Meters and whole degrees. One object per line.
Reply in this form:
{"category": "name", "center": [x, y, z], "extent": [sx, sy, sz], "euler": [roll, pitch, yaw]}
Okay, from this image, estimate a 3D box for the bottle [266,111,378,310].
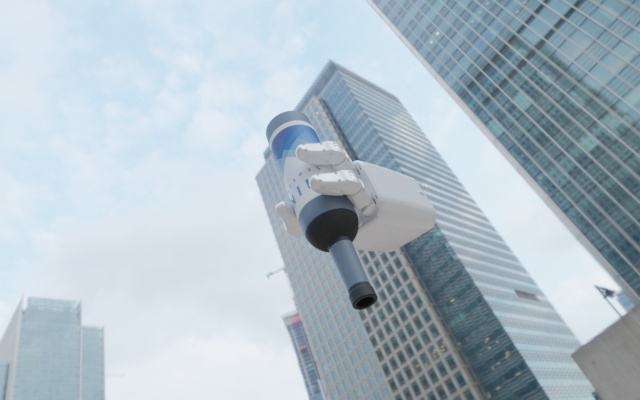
{"category": "bottle", "center": [0.000, 0.002, 0.580], "extent": [0.069, 0.069, 0.295], "euler": [0, 44, -26]}
